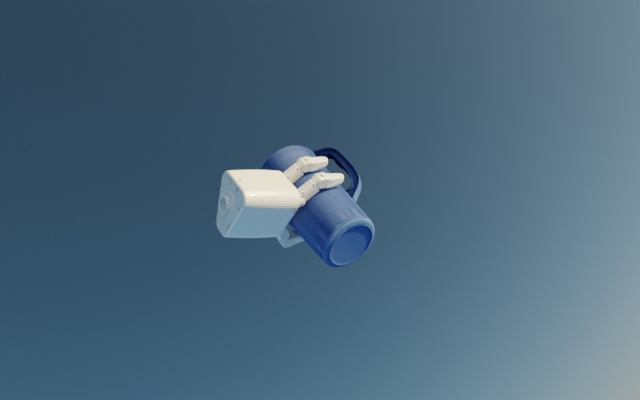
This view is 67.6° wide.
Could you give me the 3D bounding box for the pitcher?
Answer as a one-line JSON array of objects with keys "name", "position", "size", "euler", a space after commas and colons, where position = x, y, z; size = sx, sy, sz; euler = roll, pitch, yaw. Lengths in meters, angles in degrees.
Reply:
[{"name": "pitcher", "position": [0.000, 0.003, 0.892], "size": [0.145, 0.149, 0.242], "euler": [1, 33, -38]}]
